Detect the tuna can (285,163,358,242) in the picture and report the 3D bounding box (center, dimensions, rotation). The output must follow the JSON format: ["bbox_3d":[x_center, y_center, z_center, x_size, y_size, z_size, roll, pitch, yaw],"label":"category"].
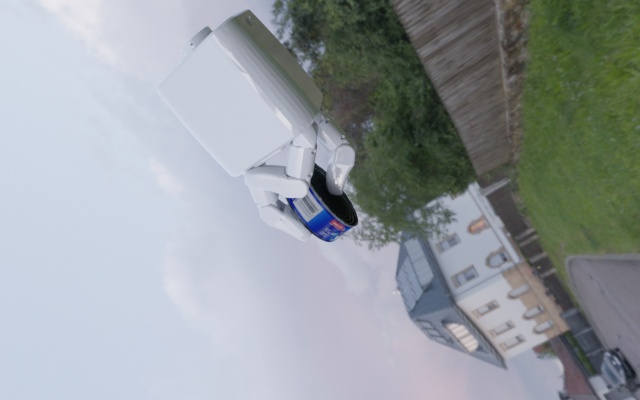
[{"bbox_3d":[0.000,0.002,0.507,0.034,0.086,0.086,-39,-14,18],"label":"tuna can"}]
